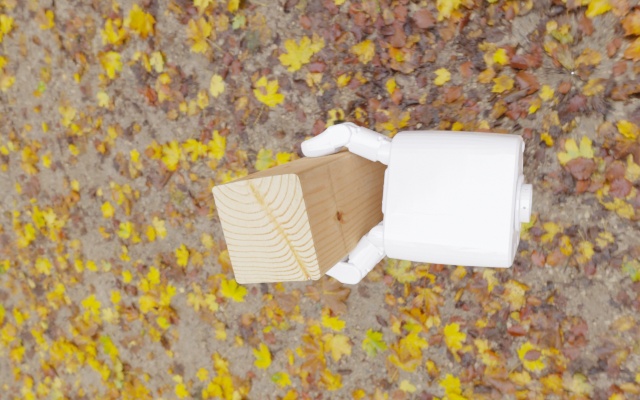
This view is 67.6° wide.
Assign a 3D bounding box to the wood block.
[{"bbox_3d":[0.000,0.001,0.483,0.090,0.091,0.206,-8,10,29],"label":"wood block"}]
